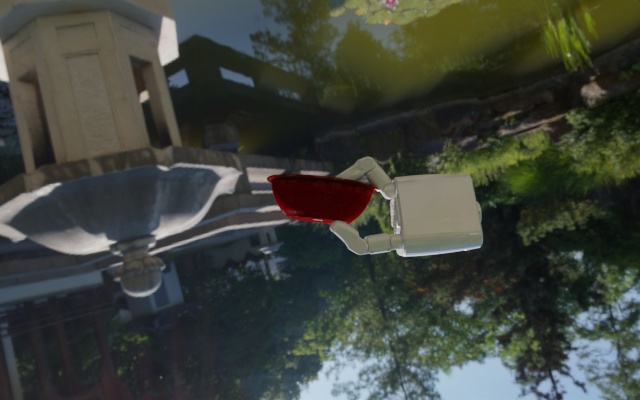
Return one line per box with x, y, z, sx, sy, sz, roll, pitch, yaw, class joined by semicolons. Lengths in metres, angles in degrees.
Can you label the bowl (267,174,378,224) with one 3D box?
-0.001;0.003;0.687;0.162;0.055;0.162;6;-5;1;bowl
